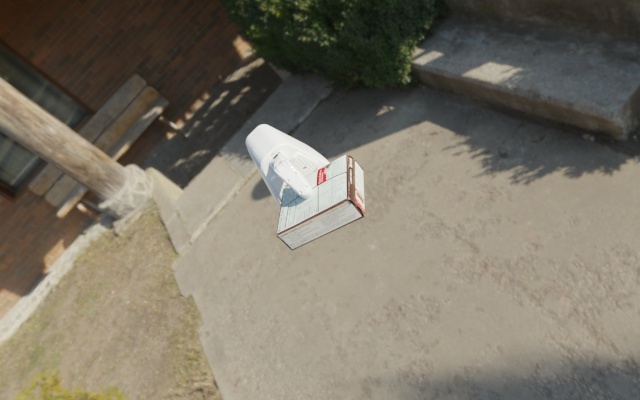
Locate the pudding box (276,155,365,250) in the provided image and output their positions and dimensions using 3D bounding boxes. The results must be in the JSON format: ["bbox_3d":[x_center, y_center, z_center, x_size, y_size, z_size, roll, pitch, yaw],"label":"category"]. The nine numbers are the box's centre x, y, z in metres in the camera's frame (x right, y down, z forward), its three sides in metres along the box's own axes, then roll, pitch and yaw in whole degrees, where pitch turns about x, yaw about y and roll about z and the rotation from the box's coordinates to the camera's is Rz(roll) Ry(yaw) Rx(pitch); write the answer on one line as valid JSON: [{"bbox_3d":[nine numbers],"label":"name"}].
[{"bbox_3d":[0.000,0.002,0.604,0.113,0.090,0.039,-28,-54,26],"label":"pudding box"}]
